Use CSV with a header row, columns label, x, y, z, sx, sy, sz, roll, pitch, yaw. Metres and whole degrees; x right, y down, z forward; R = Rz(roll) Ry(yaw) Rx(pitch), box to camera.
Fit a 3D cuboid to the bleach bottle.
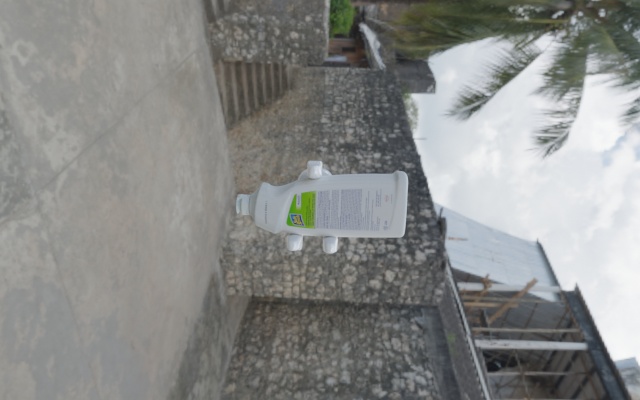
label,x,y,z,sx,sy,sz,roll,pitch,yaw
bleach bottle,0.000,0.002,0.720,0.251,0.102,0.068,2,6,1
